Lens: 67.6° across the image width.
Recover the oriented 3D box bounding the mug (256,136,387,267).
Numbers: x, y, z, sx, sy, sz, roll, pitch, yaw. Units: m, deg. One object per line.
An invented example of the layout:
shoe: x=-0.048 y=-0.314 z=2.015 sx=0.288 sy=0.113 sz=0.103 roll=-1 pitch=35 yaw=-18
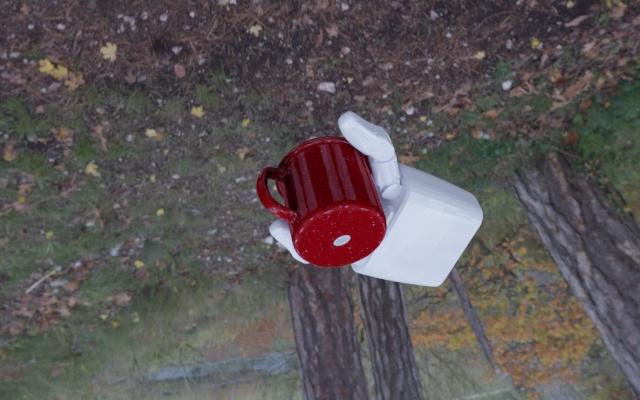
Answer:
mug: x=-0.001 y=0.001 z=0.416 sx=0.117 sy=0.081 sz=0.093 roll=16 pitch=-51 yaw=-27
